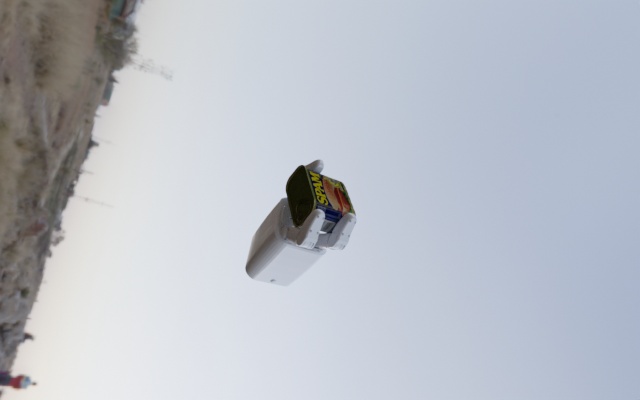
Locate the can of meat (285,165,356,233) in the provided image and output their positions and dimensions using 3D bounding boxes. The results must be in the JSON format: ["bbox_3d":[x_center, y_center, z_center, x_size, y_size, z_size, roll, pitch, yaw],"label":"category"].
[{"bbox_3d":[0.000,0.002,0.747,0.084,0.102,0.057,19,-52,-33],"label":"can of meat"}]
